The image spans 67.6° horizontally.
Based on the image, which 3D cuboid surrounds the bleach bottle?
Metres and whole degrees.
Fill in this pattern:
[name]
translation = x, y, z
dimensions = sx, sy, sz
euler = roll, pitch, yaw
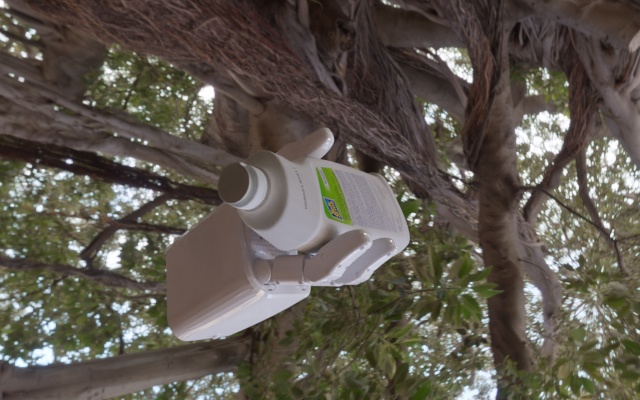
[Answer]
[bleach bottle]
translation = 0.000, 0.001, 0.432
dimensions = 0.068, 0.102, 0.251
euler = -32, -24, 21
